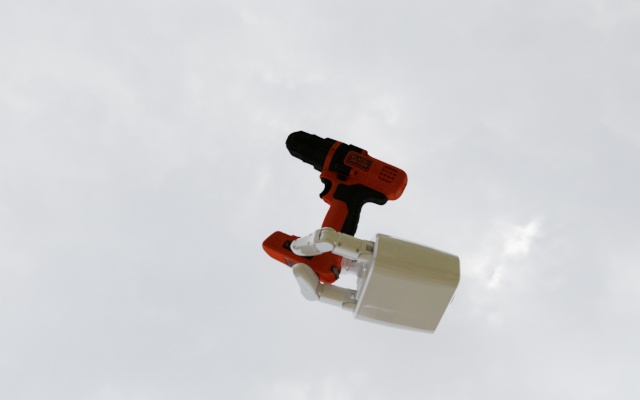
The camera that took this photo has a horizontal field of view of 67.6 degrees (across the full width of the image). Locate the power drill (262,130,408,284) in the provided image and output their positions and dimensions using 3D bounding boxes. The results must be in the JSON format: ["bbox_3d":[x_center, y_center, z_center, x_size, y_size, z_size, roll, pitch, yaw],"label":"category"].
[{"bbox_3d":[0.000,0.003,0.641,0.184,0.187,0.057,24,-19,19],"label":"power drill"}]
